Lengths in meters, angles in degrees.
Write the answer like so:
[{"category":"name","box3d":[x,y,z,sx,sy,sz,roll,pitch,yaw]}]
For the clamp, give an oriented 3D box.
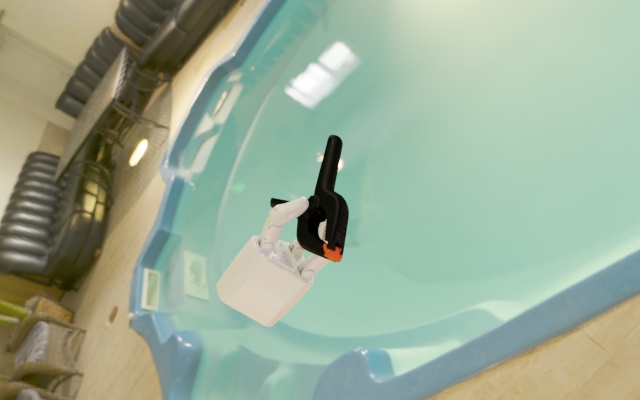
[{"category":"clamp","box3d":[0.000,0.002,0.704,0.036,0.164,0.209,29,19,-34]}]
